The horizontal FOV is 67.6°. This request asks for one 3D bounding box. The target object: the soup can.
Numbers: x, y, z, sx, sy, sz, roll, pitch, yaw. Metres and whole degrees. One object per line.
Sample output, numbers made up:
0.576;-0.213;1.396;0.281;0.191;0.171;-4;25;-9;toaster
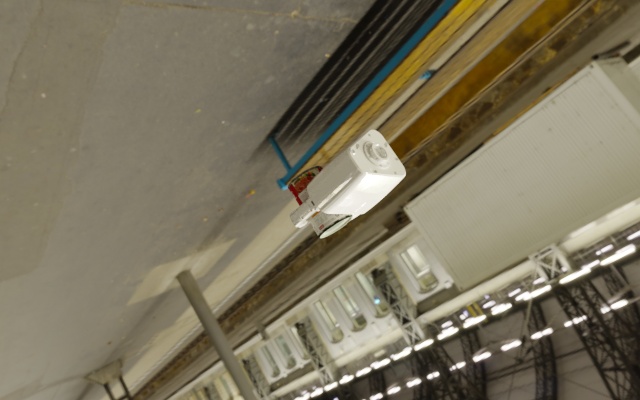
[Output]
0.000;0.003;0.795;0.068;0.102;0.068;-31;-12;-8;soup can
